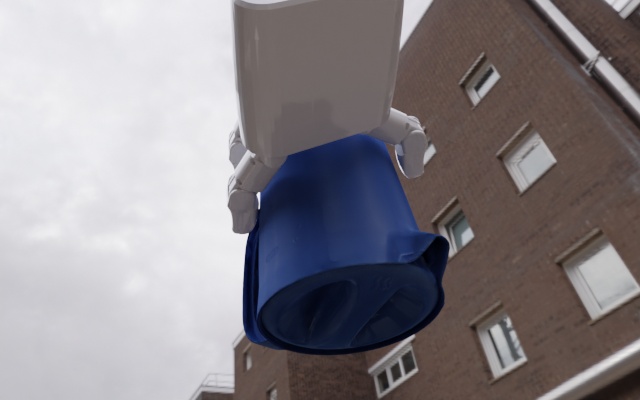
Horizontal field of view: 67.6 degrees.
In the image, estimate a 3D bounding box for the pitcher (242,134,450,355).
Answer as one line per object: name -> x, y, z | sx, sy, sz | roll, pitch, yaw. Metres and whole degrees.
pitcher -> 0.000, 0.001, 0.414 | 0.149, 0.242, 0.145 | -5, -41, -5
